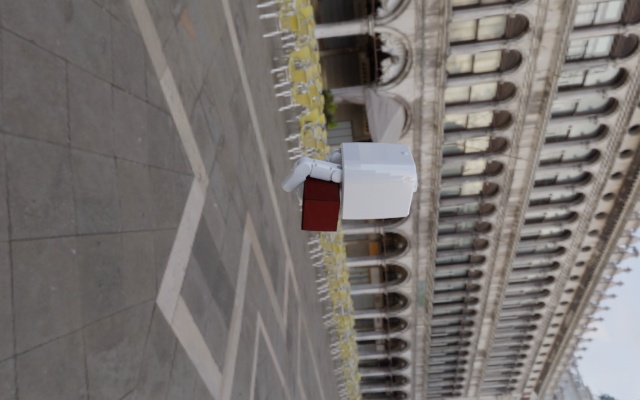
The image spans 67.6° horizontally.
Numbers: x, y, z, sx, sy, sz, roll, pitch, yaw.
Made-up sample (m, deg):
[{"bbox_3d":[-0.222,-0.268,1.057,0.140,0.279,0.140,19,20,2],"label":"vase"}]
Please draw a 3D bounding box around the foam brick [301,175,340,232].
[{"bbox_3d":[0.000,0.002,0.692,0.051,0.053,0.078,5,32,-4],"label":"foam brick"}]
